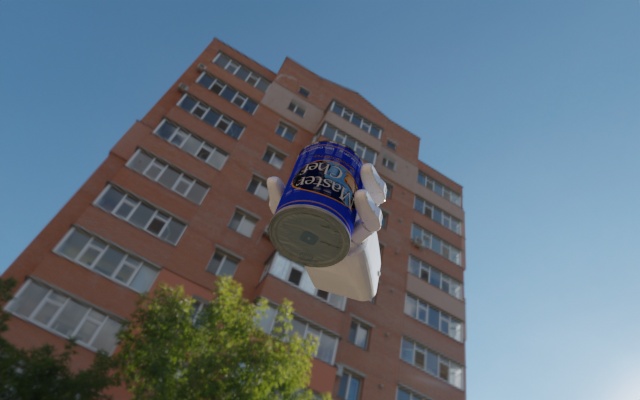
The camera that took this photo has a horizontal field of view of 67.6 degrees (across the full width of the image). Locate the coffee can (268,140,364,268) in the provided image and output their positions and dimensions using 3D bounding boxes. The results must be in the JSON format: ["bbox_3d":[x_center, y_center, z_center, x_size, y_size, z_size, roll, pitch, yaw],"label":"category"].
[{"bbox_3d":[0.000,0.002,0.629,0.103,0.103,0.140,0,40,16],"label":"coffee can"}]
